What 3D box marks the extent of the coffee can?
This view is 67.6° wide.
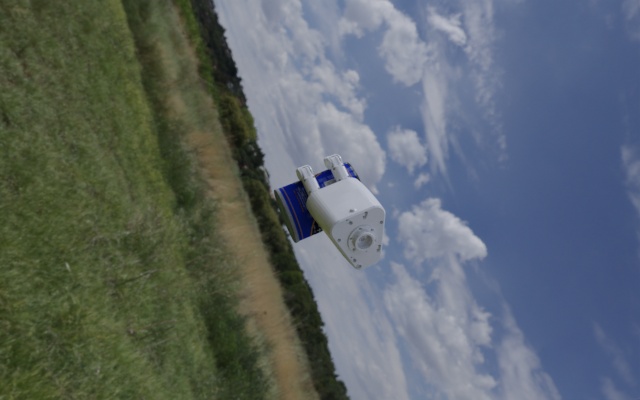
[{"bbox_3d":[0.000,0.003,0.857,0.140,0.103,0.103,-22,4,-10],"label":"coffee can"}]
